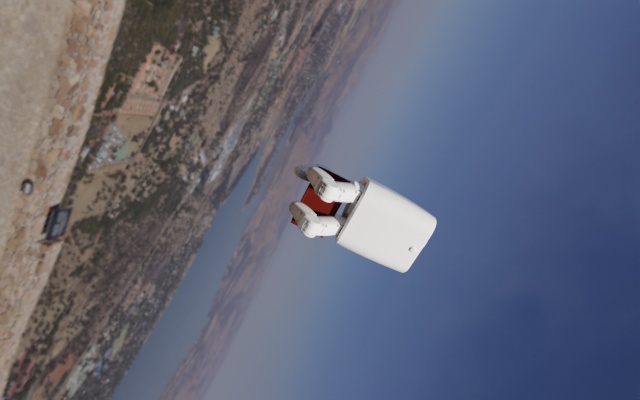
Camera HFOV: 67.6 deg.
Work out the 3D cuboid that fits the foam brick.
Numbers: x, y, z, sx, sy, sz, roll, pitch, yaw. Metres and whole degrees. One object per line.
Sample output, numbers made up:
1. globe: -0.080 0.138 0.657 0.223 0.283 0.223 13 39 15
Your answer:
1. foam brick: 0.000 0.002 0.668 0.051 0.078 0.053 27 24 -3
